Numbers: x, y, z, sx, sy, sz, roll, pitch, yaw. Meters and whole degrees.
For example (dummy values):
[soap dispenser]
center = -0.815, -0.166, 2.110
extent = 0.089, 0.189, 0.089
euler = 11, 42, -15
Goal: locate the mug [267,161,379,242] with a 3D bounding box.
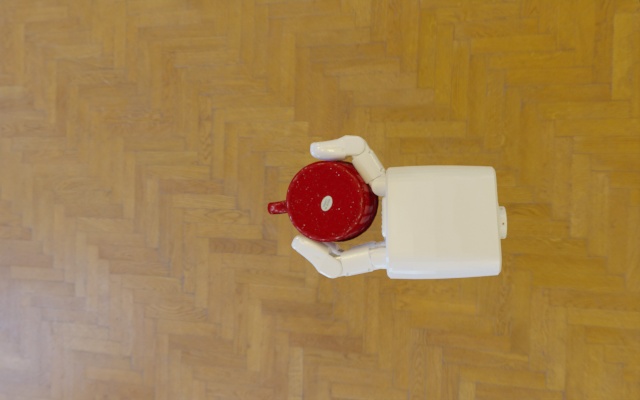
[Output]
[mug]
center = -0.001, 0.002, 0.509
extent = 0.117, 0.093, 0.081
euler = -4, -1, 12
